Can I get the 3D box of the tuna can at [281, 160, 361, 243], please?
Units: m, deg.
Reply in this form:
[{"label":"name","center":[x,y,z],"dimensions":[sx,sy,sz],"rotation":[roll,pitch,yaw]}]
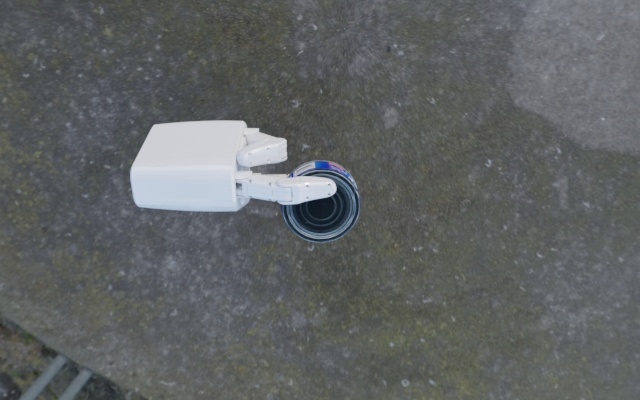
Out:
[{"label":"tuna can","center":[0.000,0.002,0.517],"dimensions":[0.086,0.086,0.033],"rotation":[0,20,-3]}]
